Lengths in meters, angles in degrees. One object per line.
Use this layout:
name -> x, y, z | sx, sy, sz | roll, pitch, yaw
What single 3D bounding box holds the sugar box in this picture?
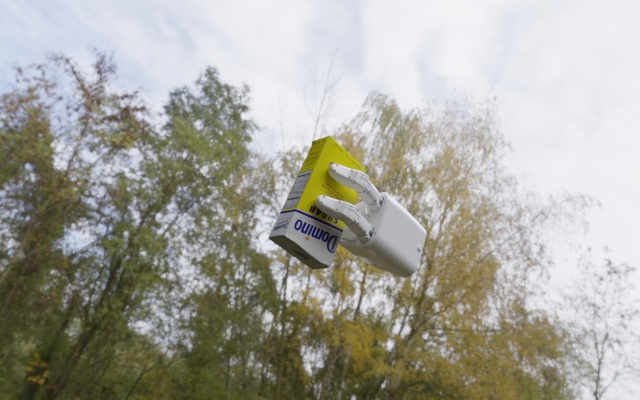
sugar box -> 0.001, 0.002, 0.699 | 0.048, 0.176, 0.093 | -13, -43, 46
